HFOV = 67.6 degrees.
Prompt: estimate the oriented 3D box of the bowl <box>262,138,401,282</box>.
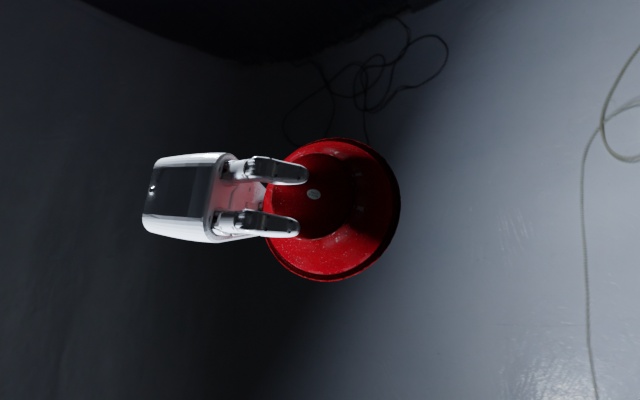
[{"bbox_3d":[0.001,0.001,0.501,0.162,0.162,0.055,0,-14,20],"label":"bowl"}]
